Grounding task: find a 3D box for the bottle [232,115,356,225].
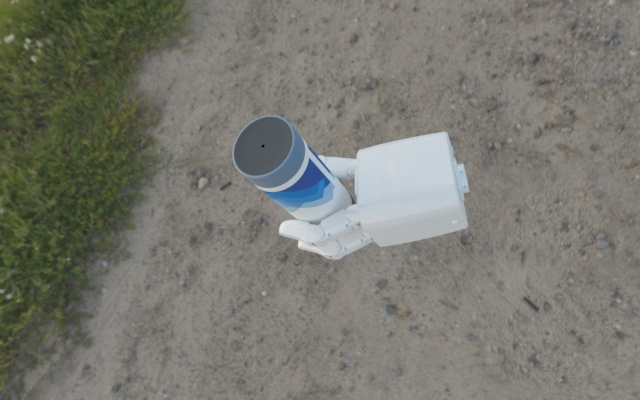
[{"bbox_3d":[0.000,0.002,0.573,0.069,0.069,0.296,0,-21,23],"label":"bottle"}]
